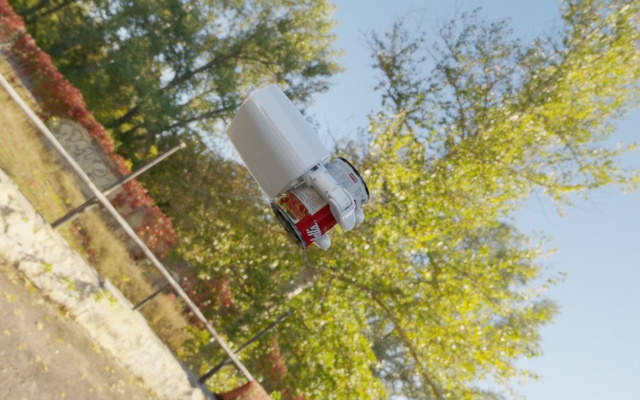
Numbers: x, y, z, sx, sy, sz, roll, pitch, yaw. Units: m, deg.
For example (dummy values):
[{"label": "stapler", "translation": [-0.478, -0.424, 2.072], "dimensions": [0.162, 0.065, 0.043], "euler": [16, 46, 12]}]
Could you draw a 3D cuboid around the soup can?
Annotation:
[{"label": "soup can", "translation": [0.001, 0.002, 0.578], "dimensions": [0.102, 0.068, 0.068], "euler": [-36, 9, -13]}]
